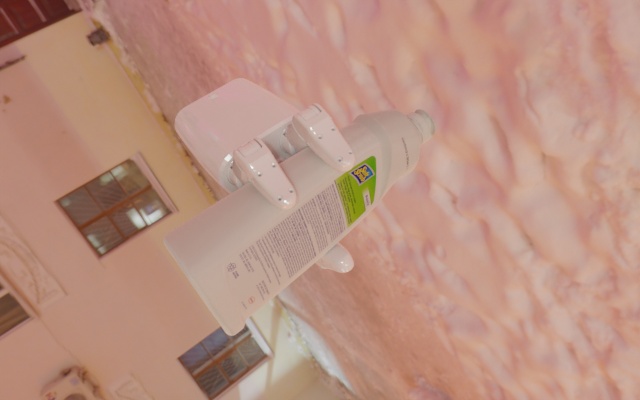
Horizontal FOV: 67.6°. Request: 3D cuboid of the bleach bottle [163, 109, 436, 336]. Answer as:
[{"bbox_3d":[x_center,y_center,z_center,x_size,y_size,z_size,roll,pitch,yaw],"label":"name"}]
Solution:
[{"bbox_3d":[0.000,0.001,0.412,0.251,0.103,0.068,-34,50,-17],"label":"bleach bottle"}]
